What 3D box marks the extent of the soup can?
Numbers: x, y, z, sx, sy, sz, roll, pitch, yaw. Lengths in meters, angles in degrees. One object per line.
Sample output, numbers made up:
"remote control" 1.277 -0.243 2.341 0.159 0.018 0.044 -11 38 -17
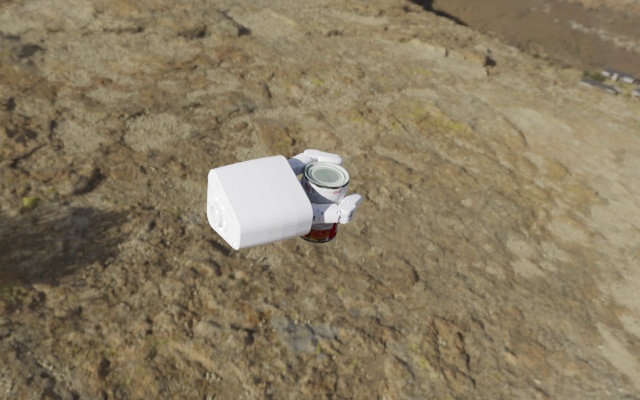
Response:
"soup can" 0.001 0.002 0.697 0.068 0.102 0.068 8 36 -6
